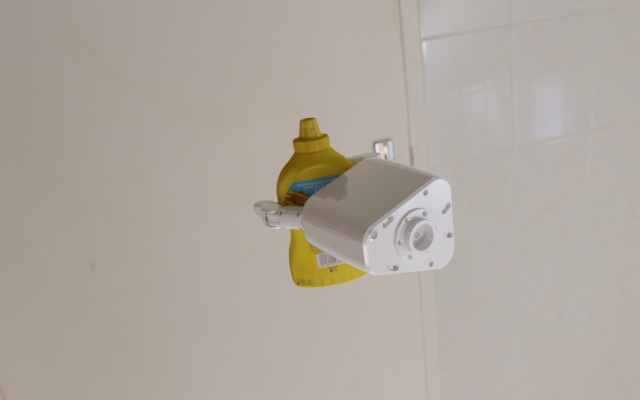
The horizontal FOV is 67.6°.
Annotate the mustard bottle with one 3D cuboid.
[{"bbox_3d":[0.000,0.002,0.546,0.096,0.192,0.058,-10,19,-3],"label":"mustard bottle"}]
